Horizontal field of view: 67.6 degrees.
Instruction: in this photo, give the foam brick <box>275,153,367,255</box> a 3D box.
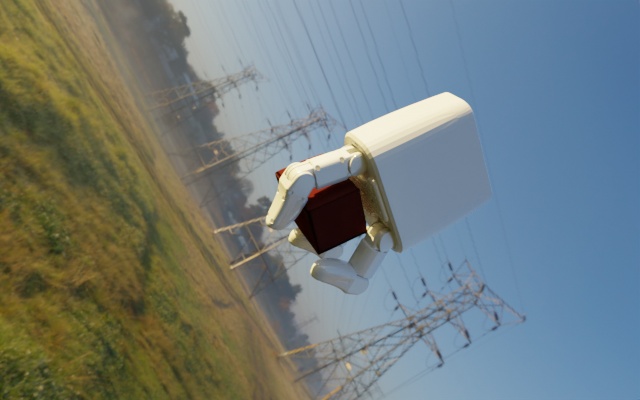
[{"bbox_3d":[0.000,0.001,0.443,0.051,0.053,0.078,-25,39,-13],"label":"foam brick"}]
